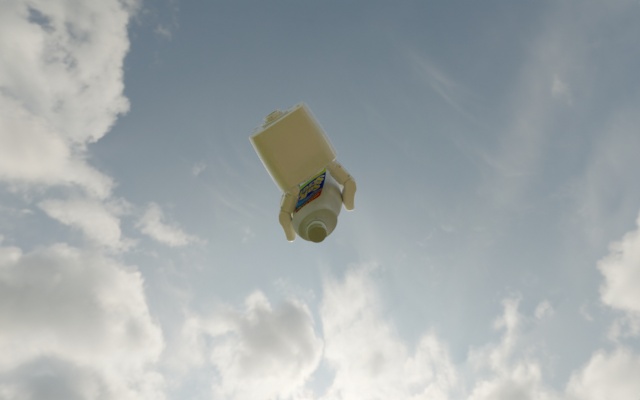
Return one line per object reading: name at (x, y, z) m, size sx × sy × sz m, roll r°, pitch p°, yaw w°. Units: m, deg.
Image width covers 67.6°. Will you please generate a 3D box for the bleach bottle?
bleach bottle at (0.000, 0.003, 0.831) m, size 0.102 × 0.068 × 0.250 m, roll -30°, pitch 18°, yaw 10°
